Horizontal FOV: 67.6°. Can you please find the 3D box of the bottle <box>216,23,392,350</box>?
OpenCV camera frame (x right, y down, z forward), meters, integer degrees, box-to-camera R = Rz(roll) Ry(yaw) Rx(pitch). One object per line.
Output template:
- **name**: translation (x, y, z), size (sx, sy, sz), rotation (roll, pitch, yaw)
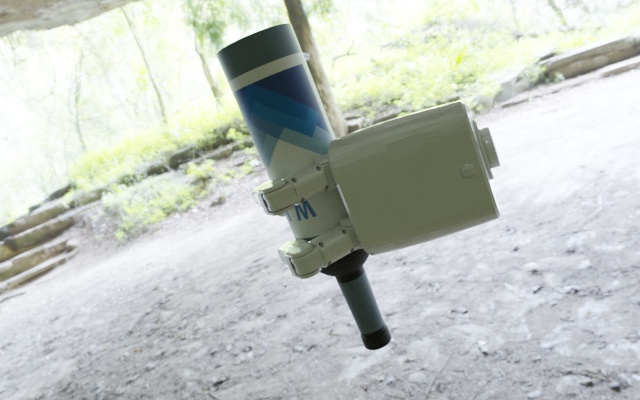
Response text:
- **bottle**: translation (0.000, 0.001, 0.422), size (0.069, 0.296, 0.069), rotation (-21, 12, 5)
